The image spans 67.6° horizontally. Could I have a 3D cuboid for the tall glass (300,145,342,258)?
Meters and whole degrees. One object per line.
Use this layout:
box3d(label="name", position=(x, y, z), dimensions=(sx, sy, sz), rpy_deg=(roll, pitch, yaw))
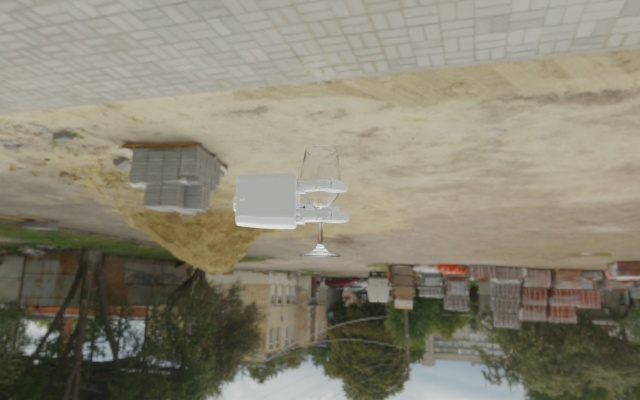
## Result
box3d(label="tall glass", position=(0.000, 0.004, 0.882), dimensions=(0.079, 0.201, 0.079), rpy_deg=(1, -11, 0))
